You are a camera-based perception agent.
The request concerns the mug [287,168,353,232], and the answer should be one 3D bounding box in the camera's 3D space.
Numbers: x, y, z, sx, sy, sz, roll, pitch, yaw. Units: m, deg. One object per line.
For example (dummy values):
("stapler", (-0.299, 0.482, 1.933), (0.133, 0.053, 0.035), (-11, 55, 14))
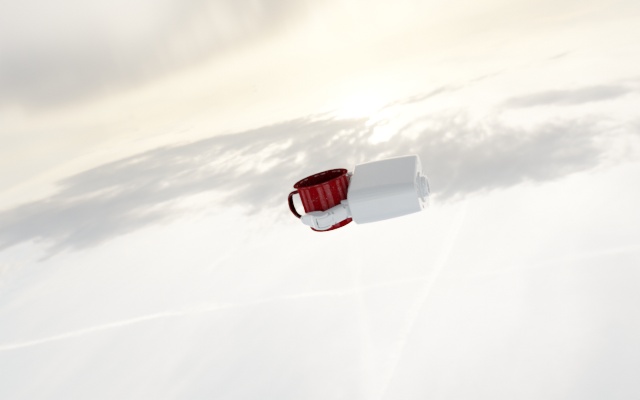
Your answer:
("mug", (-0.001, 0.003, 0.786), (0.117, 0.081, 0.093), (-11, 16, 22))
